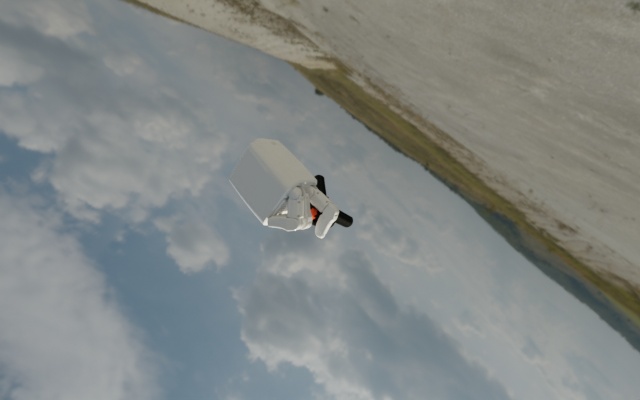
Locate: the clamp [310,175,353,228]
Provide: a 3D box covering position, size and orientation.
[{"bbox_3d":[0.000,0.003,0.886,0.039,0.120,0.171,-41,-13,16],"label":"clamp"}]
